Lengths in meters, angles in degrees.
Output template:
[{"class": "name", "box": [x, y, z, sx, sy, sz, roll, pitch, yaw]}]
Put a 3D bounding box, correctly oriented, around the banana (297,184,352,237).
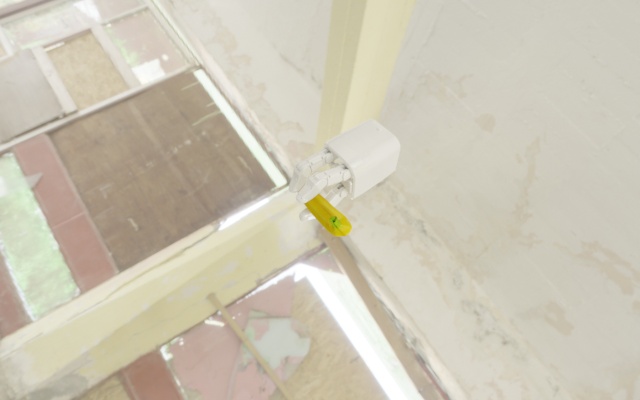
[{"class": "banana", "box": [0.009, 0.018, 0.815, 0.037, 0.070, 0.197, -33, 26, -9]}]
